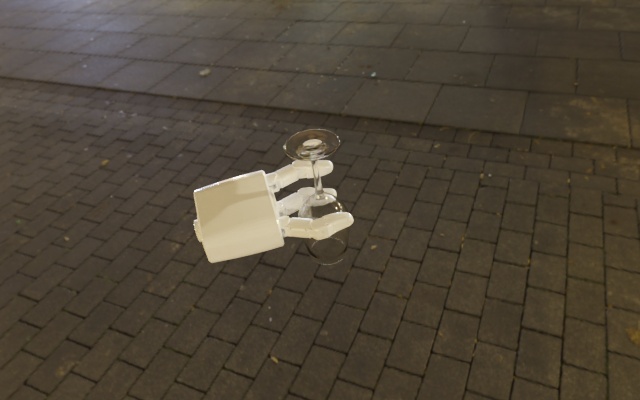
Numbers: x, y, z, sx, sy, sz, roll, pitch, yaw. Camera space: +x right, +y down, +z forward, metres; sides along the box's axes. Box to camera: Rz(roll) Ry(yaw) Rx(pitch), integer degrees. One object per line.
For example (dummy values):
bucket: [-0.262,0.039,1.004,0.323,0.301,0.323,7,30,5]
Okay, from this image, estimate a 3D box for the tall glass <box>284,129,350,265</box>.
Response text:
tall glass: [0.000,0.002,0.690,0.079,0.201,0.079,-6,39,5]
